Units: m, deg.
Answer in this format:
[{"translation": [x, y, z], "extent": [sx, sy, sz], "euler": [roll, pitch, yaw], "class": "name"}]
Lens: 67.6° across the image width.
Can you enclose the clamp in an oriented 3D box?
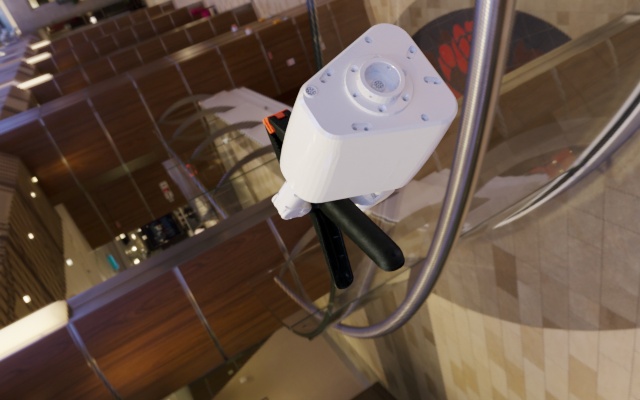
[{"translation": [-0.001, 0.001, 0.508], "extent": [0.036, 0.210, 0.165], "euler": [-27, -14, -22], "class": "clamp"}]
